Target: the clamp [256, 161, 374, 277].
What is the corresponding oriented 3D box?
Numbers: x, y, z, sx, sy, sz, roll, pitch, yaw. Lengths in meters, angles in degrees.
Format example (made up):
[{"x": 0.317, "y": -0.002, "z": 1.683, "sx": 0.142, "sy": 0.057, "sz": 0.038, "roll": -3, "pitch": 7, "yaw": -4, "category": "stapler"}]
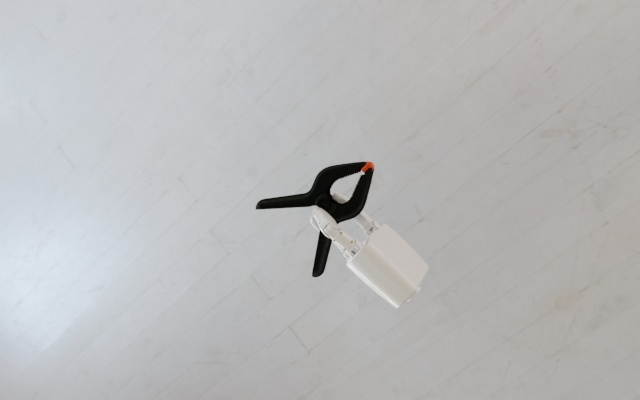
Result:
[{"x": 0.000, "y": 0.002, "z": 0.794, "sx": 0.164, "sy": 0.210, "sz": 0.036, "roll": 42, "pitch": 14, "yaw": 7, "category": "clamp"}]
